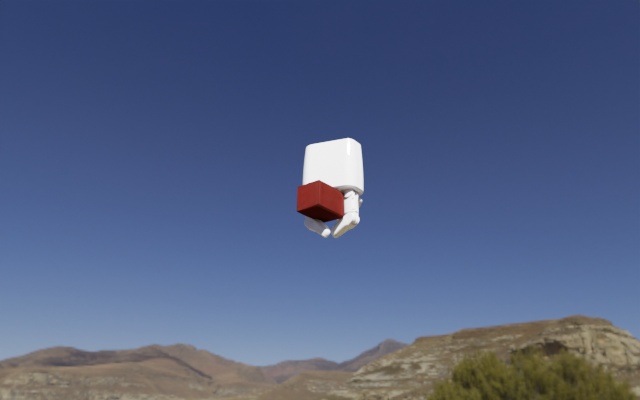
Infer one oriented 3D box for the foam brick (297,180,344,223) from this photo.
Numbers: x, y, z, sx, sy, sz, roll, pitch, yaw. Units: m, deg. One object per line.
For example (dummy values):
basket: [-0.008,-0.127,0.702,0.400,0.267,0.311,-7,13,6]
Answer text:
foam brick: [0.000,0.003,0.878,0.053,0.051,0.078,-16,-27,35]
